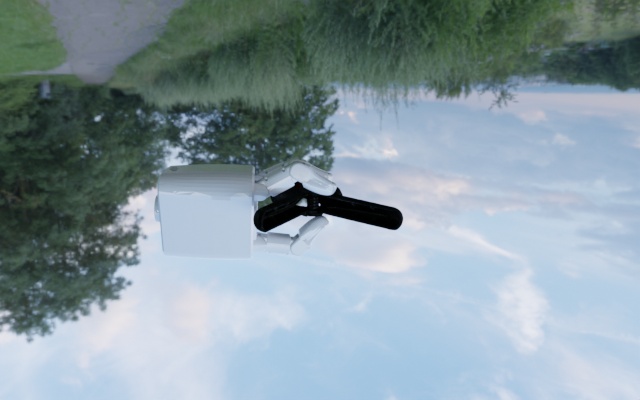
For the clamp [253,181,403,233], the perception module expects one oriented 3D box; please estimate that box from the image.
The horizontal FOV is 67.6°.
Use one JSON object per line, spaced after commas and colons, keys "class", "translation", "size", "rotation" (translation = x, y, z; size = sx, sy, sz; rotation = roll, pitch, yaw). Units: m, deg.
{"class": "clamp", "translation": [0.000, 0.003, 0.593], "size": [0.164, 0.036, 0.210], "rotation": [3, 12, -8]}
